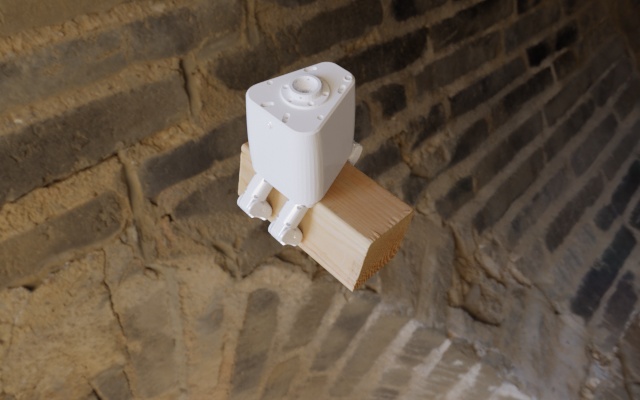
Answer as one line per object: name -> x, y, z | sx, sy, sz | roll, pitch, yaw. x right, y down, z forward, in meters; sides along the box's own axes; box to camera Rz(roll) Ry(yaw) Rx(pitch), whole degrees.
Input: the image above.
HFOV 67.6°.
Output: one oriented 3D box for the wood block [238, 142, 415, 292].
wood block -> 0.000, 0.001, 0.597 | 0.206, 0.090, 0.090 | 38, 49, 24
